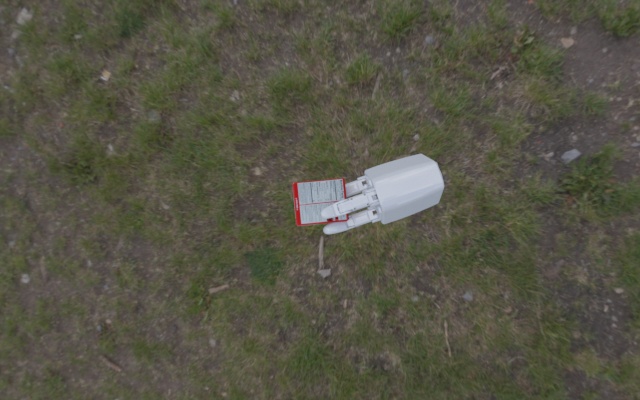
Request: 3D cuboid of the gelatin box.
[{"bbox_3d":[0.000,0.003,0.802,0.089,0.073,0.030,-6,-1,-3],"label":"gelatin box"}]
